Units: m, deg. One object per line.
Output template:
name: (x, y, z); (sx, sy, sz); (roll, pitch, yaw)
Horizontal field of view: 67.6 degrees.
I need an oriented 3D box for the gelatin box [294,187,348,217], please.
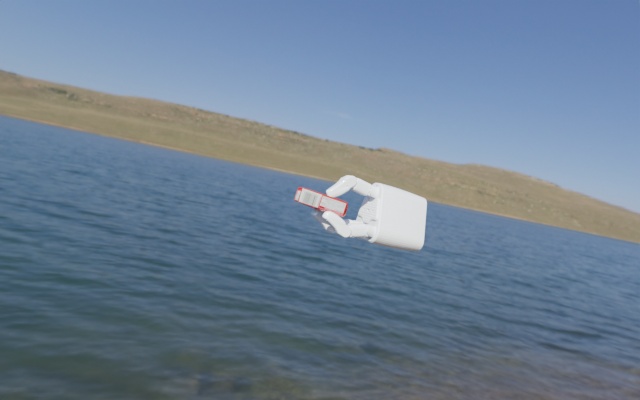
gelatin box: (0.000, 0.002, 0.871); (0.089, 0.030, 0.073); (19, 0, -9)
